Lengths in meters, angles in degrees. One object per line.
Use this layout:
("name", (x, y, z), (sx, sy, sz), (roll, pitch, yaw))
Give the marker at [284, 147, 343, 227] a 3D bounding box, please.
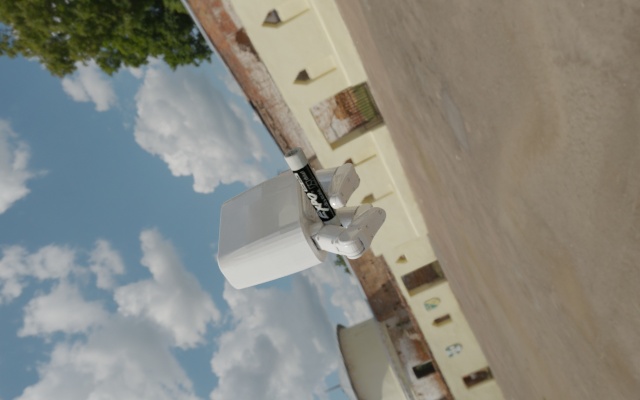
("marker", (0.000, 0.002, 0.478), (0.020, 0.121, 0.020), (-23, 27, 12))
